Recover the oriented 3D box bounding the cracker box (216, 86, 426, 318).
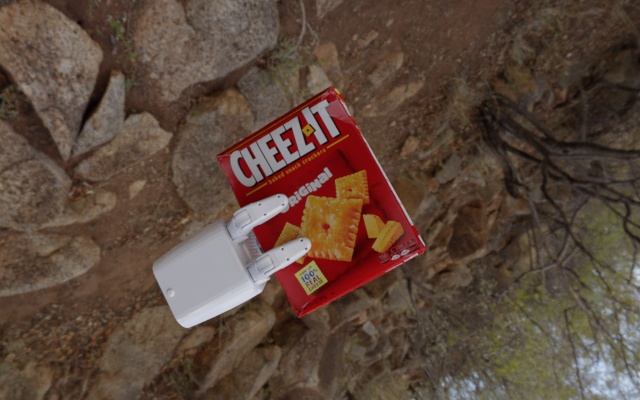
[{"bbox_3d":[0.000,0.002,0.560,0.164,0.213,0.072,-30,-7,9],"label":"cracker box"}]
